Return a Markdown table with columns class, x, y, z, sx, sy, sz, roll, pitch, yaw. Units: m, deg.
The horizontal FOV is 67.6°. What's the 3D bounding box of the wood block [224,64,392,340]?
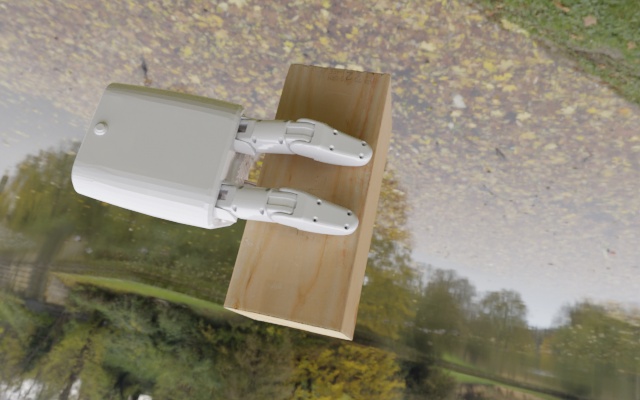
| class | x | y | z | sx | sy | sz | roll | pitch | yaw |
| --- | --- | --- | --- | --- | --- | --- | --- | --- | --- |
| wood block | 0.000 | 0.001 | 0.402 | 0.090 | 0.206 | 0.091 | 9 | -18 | 11 |
